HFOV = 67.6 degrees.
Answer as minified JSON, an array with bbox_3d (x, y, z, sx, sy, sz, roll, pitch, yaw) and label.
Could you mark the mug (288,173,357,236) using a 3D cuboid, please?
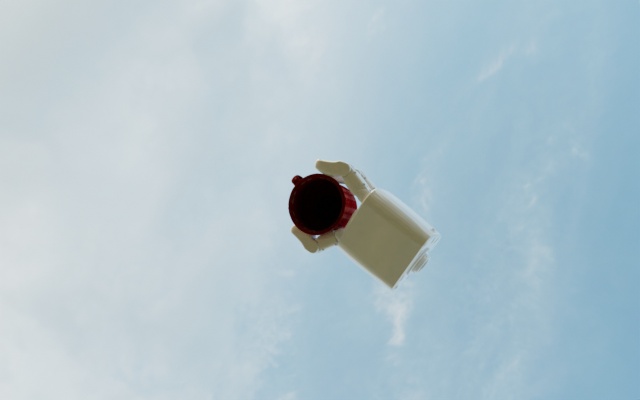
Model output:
[{"bbox_3d":[-0.001,0.002,0.751,0.117,0.093,0.081,42,10,21],"label":"mug"}]
